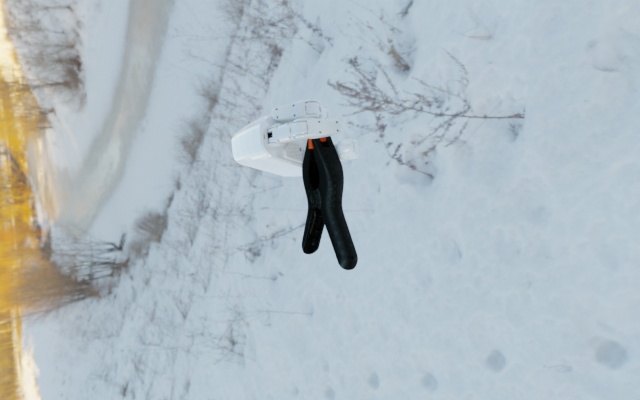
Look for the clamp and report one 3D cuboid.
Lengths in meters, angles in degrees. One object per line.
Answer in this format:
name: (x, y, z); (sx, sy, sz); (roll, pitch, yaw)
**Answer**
clamp: (0.000, 0.002, 0.616); (0.039, 0.171, 0.120); (-6, -1, -33)
